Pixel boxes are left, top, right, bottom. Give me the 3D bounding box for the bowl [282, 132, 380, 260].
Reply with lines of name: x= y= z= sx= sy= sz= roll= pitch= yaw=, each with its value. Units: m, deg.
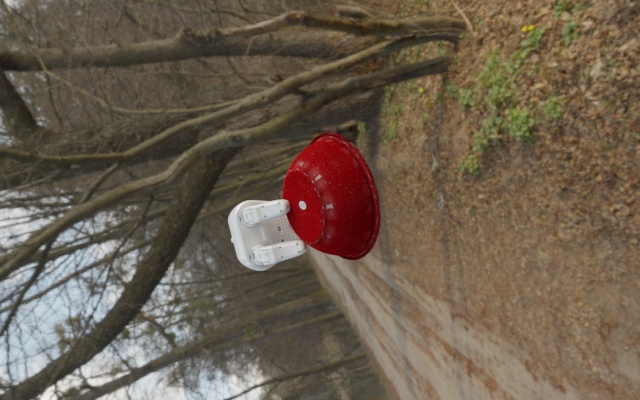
bowl: x=0.000 y=0.001 z=0.577 sx=0.055 sy=0.162 sz=0.162 roll=-15 pitch=8 yaw=-32
